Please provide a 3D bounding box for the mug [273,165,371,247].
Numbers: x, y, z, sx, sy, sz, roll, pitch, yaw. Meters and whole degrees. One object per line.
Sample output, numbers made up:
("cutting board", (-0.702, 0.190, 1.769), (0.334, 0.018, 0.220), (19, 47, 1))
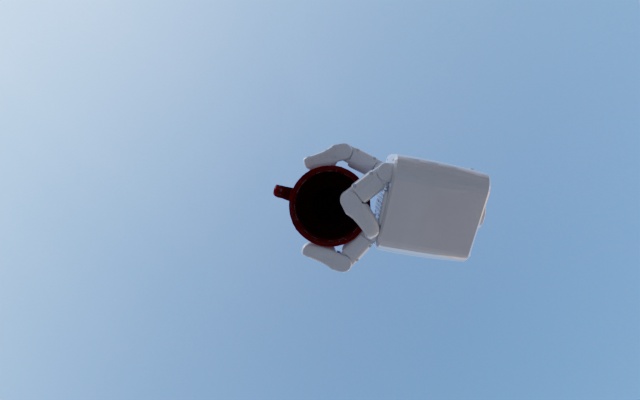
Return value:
("mug", (-0.001, 0.002, 0.581), (0.117, 0.093, 0.081), (12, 4, 1))
